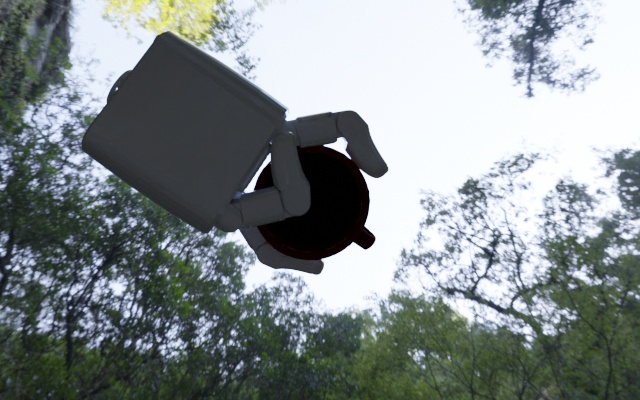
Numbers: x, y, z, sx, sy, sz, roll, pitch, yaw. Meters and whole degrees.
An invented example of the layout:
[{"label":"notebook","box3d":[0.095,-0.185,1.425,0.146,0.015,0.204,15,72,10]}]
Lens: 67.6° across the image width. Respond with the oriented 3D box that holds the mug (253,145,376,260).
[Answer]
[{"label":"mug","box3d":[0.001,0.002,0.414,0.117,0.093,0.081,34,8,-10]}]
